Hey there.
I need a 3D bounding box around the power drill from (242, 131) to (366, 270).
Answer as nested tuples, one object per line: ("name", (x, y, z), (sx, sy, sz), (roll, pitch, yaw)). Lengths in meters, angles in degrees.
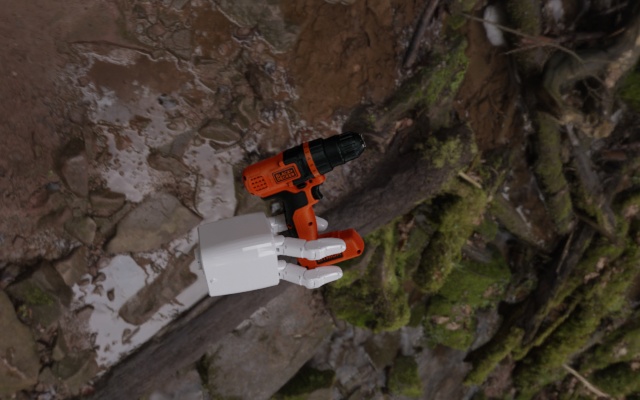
("power drill", (0.000, 0.003, 0.709), (0.184, 0.188, 0.057), (-18, 22, 12))
